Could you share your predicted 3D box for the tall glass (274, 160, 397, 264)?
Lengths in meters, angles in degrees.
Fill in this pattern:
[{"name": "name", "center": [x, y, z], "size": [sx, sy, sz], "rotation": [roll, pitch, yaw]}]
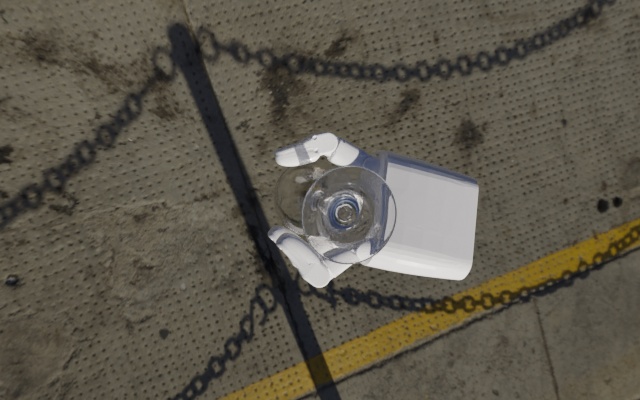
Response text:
[{"name": "tall glass", "center": [0.000, 0.001, 0.450], "size": [0.079, 0.079, 0.201], "rotation": [0, 6, -13]}]
